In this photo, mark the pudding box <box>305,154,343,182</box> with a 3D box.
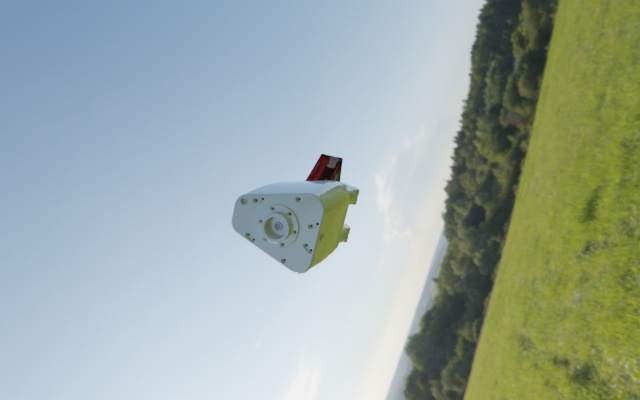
[{"bbox_3d":[0.000,0.002,0.695,0.039,0.114,0.090,16,40,11],"label":"pudding box"}]
